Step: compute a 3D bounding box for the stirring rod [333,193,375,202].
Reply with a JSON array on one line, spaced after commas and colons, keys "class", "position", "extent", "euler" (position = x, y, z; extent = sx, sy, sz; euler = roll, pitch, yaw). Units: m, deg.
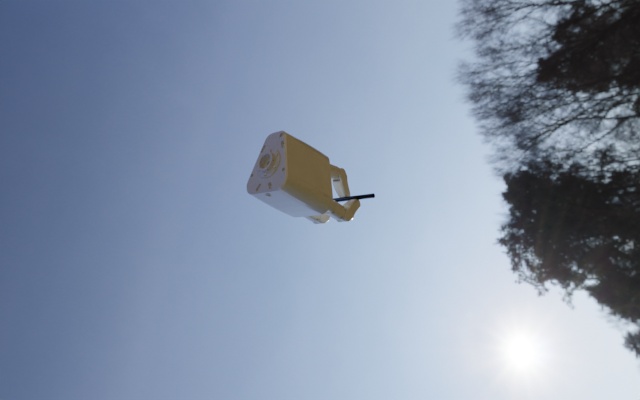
[{"class": "stirring rod", "position": [0.000, 0.003, 0.890], "extent": [0.239, 0.011, 0.011], "euler": [-7, -5, 41]}]
